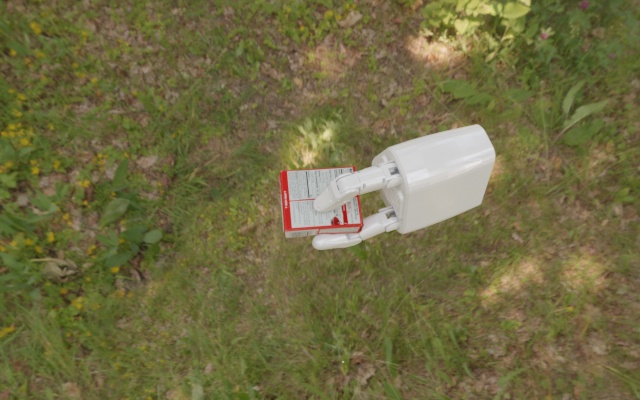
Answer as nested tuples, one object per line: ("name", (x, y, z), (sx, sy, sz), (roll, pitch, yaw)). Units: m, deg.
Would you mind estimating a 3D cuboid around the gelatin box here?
("gelatin box", (0.000, 0.002, 0.542), (0.089, 0.073, 0.030), (-4, -21, -7))
